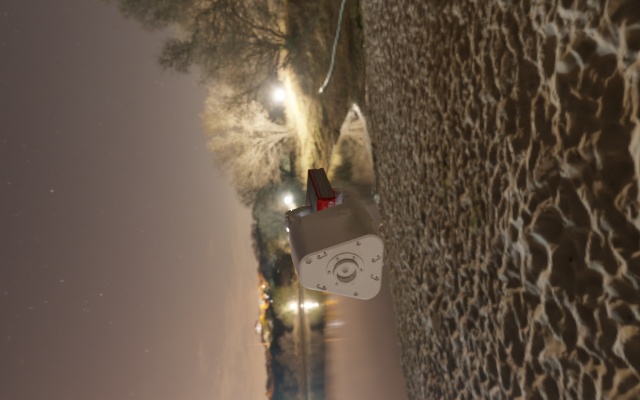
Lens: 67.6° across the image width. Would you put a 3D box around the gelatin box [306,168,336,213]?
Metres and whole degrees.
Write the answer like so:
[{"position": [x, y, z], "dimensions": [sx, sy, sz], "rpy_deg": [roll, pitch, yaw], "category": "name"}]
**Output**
[{"position": [0.000, 0.002, 0.748], "dimensions": [0.030, 0.073, 0.089], "rpy_deg": [-5, 36, -12], "category": "gelatin box"}]
